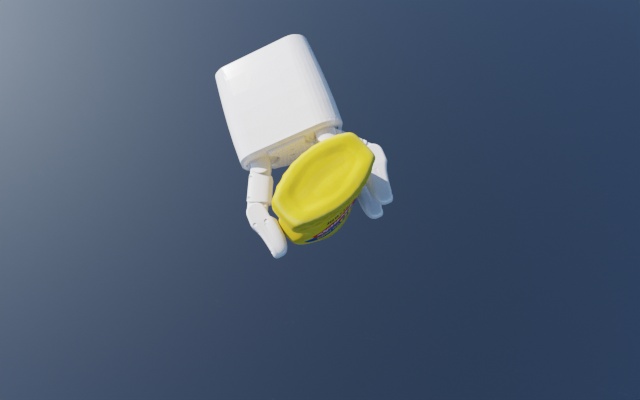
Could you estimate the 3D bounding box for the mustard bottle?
[{"bbox_3d":[0.000,0.002,0.485,0.096,0.058,0.192,-43,-8,-10],"label":"mustard bottle"}]
